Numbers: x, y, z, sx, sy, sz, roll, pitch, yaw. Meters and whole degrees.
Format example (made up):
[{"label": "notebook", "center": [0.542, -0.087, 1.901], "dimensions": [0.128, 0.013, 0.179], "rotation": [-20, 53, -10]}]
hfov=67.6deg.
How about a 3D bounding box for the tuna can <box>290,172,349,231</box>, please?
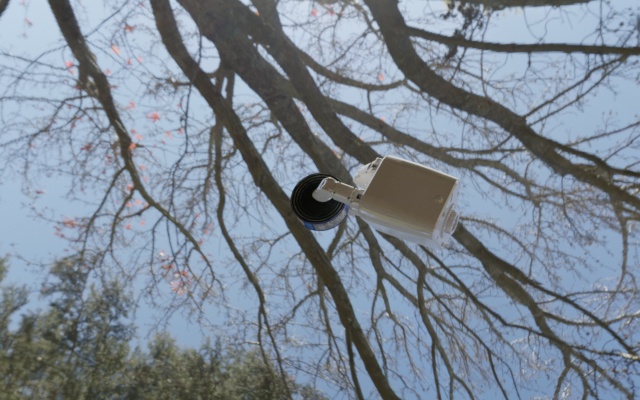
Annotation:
[{"label": "tuna can", "center": [0.000, 0.003, 0.719], "dimensions": [0.086, 0.086, 0.034], "rotation": [0, -28, 14]}]
